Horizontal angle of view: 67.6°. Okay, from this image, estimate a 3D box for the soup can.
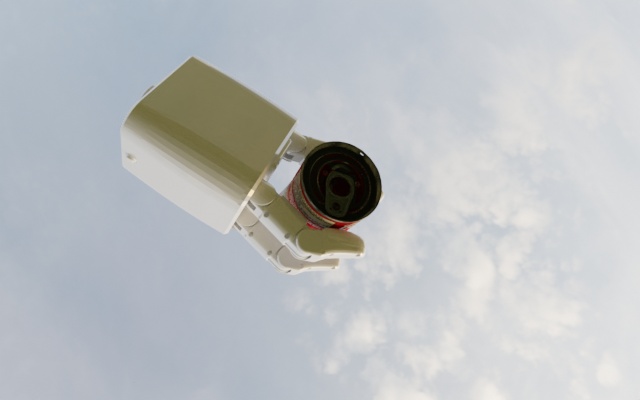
[{"bbox_3d":[0.000,0.002,0.414,0.068,0.068,0.102,0,-19,-21],"label":"soup can"}]
